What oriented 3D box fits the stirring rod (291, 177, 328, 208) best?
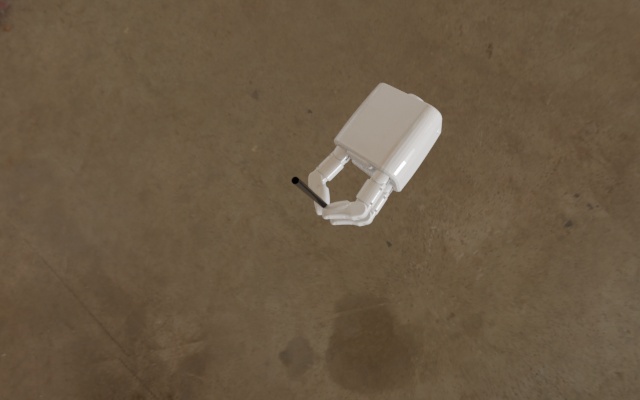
[{"bbox_3d":[0.000,0.002,0.602,0.011,0.011,0.239,0,-11,13],"label":"stirring rod"}]
